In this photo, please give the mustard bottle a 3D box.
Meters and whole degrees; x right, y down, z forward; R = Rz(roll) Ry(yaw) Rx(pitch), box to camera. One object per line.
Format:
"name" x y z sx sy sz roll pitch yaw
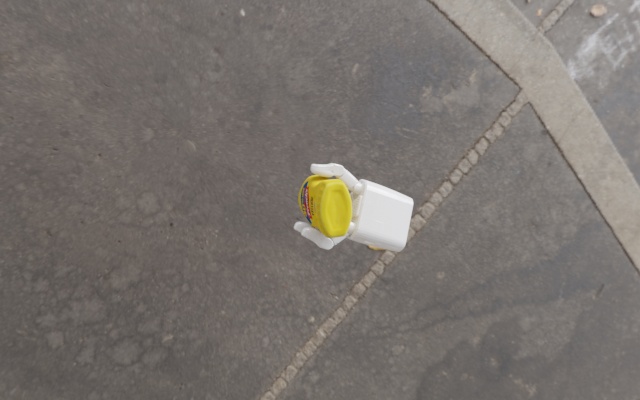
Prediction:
"mustard bottle" 0.000 0.003 0.872 0.058 0.096 0.191 -7 10 -15
